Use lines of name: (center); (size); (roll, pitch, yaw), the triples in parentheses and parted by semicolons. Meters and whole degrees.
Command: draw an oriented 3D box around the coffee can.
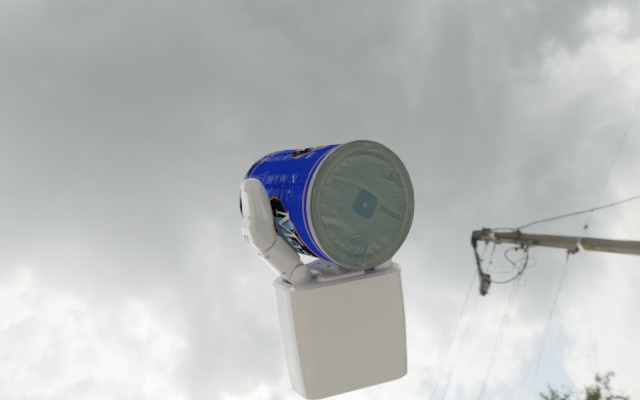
coffee can: (0.000, 0.001, 0.435); (0.103, 0.103, 0.140); (0, 2, -31)
